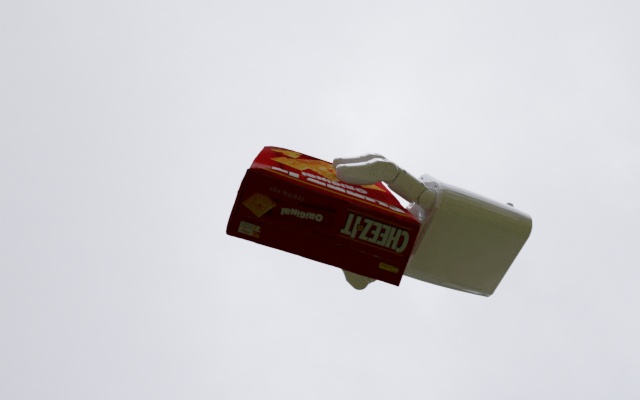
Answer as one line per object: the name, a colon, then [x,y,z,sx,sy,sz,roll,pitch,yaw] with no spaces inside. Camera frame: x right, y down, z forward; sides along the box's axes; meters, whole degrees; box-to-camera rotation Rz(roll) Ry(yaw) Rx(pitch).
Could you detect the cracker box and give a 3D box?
cracker box: [0.000,0.002,0.516,0.164,0.072,0.213,17,10,-6]
